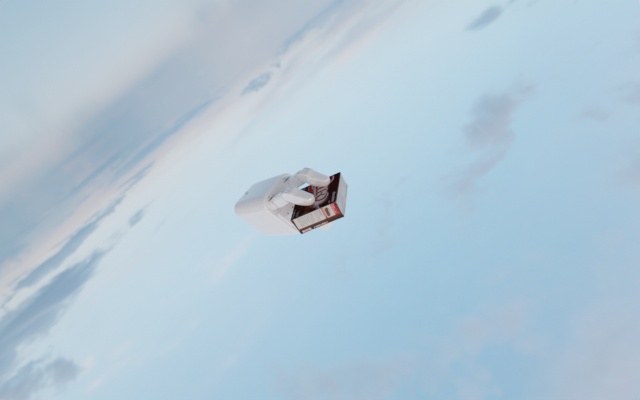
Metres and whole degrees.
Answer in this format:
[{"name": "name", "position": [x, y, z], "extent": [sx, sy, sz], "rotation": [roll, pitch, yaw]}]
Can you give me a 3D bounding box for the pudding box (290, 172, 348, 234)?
[{"name": "pudding box", "position": [0.000, 0.003, 0.851], "extent": [0.090, 0.039, 0.113], "rotation": [-24, 27, 19]}]
